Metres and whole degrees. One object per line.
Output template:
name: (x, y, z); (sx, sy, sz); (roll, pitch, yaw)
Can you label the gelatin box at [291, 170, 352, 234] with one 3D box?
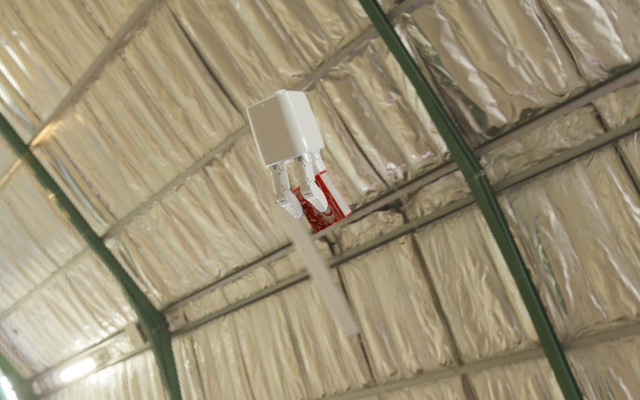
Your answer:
gelatin box: (0.001, 0.003, 0.825); (0.073, 0.089, 0.030); (-31, 2, 35)
